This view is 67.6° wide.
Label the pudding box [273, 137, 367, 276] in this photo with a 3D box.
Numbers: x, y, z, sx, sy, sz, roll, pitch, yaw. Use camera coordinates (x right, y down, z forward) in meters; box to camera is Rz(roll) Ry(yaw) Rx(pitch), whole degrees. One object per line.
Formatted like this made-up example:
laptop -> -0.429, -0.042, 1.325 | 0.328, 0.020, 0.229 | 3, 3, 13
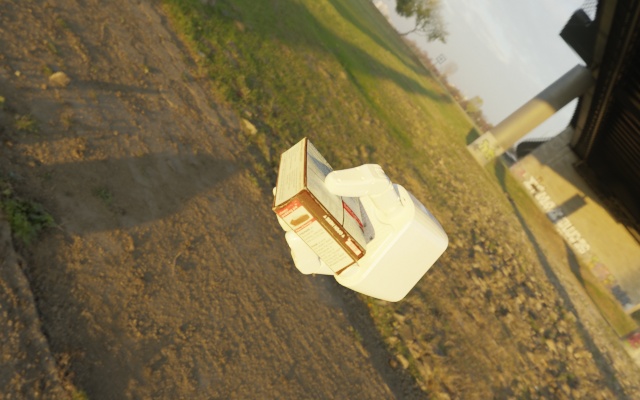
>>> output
pudding box -> 0.000, 0.001, 0.449 | 0.039, 0.090, 0.113 | -36, 24, 16
